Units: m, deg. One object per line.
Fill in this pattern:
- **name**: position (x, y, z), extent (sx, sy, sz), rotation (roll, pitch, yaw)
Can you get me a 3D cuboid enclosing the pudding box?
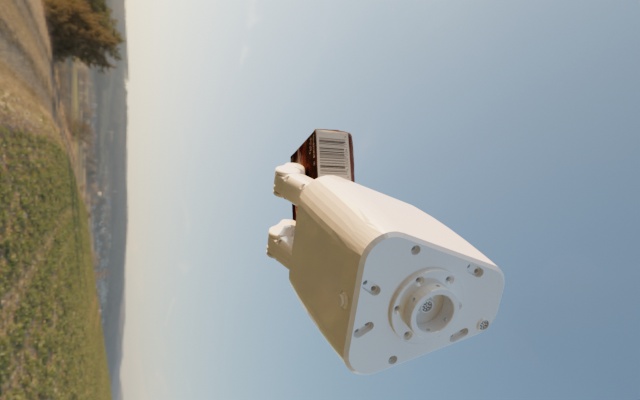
- **pudding box**: position (0.000, 0.001, 0.441), extent (0.039, 0.113, 0.090), rotation (3, -11, -18)
